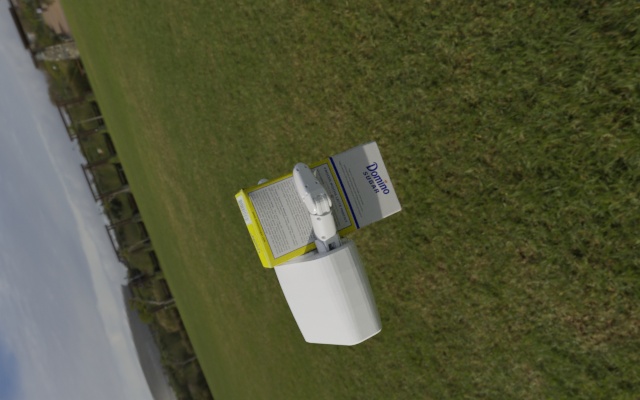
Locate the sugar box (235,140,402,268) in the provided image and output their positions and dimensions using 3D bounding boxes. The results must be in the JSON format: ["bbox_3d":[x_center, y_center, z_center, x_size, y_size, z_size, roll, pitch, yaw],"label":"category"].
[{"bbox_3d":[0.000,0.002,0.562,0.176,0.093,0.048,-22,2,-22],"label":"sugar box"}]
